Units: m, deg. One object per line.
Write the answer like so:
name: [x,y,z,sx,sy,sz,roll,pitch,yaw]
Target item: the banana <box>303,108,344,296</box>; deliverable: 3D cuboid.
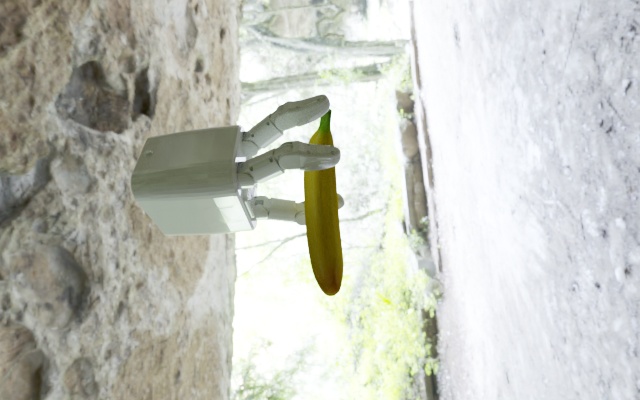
banana: [0.001,0.006,0.490,0.037,0.197,0.070,-4,-23,2]
